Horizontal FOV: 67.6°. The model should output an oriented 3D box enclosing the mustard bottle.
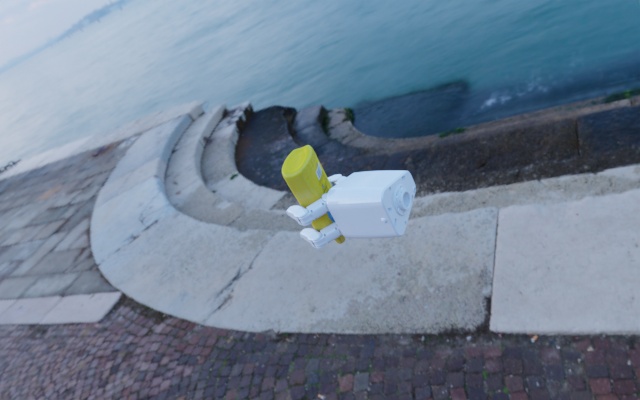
[{"bbox_3d":[0.000,0.003,0.850,0.058,0.192,0.096,-18,31,19],"label":"mustard bottle"}]
